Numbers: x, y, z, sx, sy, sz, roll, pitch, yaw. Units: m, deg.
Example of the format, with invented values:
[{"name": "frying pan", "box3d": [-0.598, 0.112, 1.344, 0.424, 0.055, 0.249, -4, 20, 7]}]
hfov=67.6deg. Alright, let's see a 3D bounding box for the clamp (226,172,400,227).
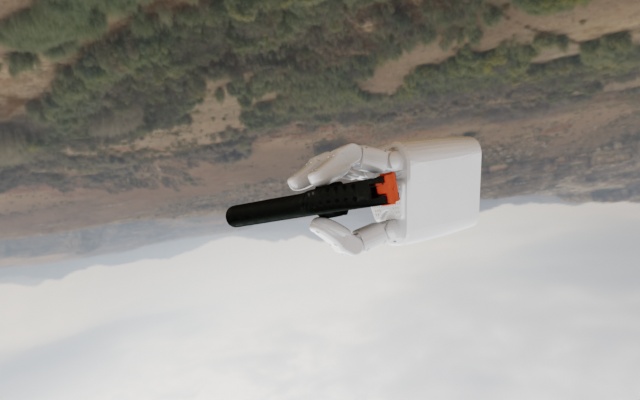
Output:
[{"name": "clamp", "box3d": [0.001, 0.002, 0.499, 0.164, 0.036, 0.210, -10, -1, -25]}]
